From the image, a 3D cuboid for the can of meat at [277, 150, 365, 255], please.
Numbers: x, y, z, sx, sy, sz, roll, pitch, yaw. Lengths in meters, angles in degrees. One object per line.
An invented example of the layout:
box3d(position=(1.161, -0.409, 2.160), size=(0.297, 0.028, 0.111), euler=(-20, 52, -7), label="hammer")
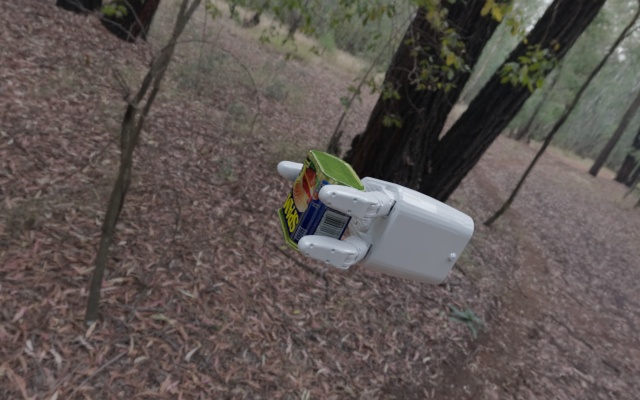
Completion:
box3d(position=(0.000, 0.001, 0.509), size=(0.057, 0.084, 0.102), euler=(20, 18, -20), label="can of meat")
